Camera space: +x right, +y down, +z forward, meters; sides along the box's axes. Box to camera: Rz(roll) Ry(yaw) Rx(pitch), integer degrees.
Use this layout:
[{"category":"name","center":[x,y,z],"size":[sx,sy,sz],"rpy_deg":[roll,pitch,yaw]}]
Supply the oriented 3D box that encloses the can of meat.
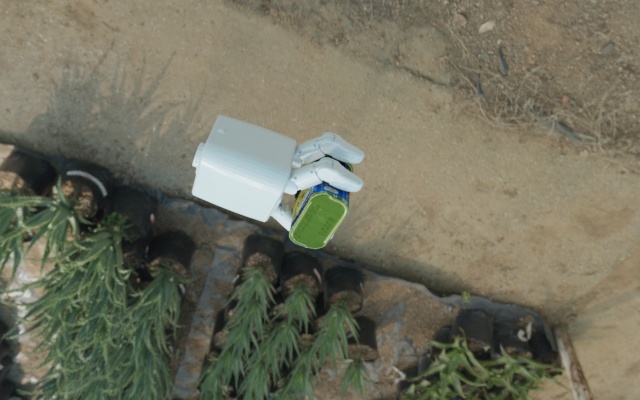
[{"category":"can of meat","center":[0.000,0.002,0.627],"size":[0.057,0.102,0.084],"rpy_deg":[22,39,-12]}]
